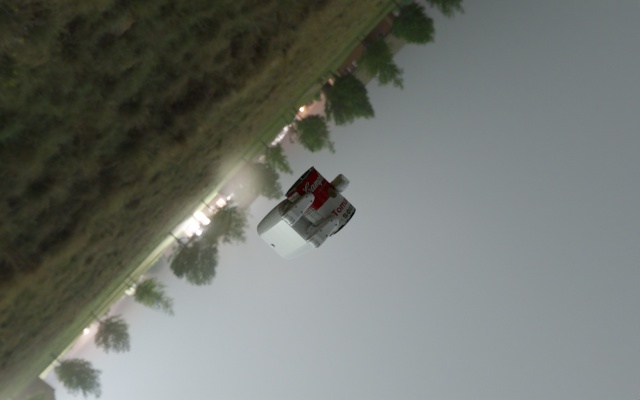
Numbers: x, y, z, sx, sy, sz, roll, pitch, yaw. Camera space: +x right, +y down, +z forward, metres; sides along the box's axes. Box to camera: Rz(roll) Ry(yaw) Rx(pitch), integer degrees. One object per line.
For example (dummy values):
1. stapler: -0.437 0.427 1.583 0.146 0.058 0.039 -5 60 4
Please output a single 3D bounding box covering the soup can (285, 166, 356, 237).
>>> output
1. soup can: 0.001 0.003 0.790 0.102 0.068 0.068 44 -8 -8
